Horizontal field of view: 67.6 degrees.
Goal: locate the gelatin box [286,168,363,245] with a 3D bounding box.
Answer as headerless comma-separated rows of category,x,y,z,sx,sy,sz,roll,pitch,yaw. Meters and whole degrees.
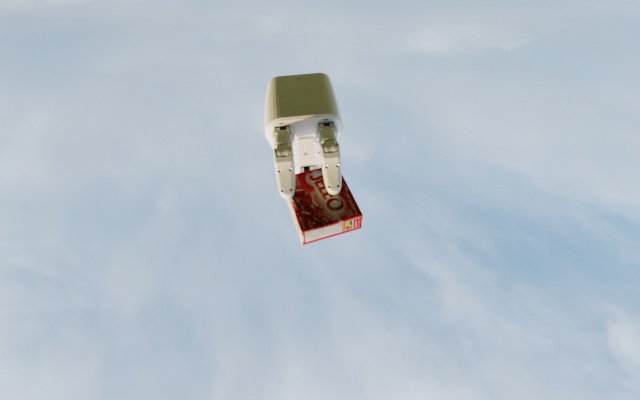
gelatin box,0.000,0.002,0.564,0.073,0.089,0.030,-15,-38,-11
